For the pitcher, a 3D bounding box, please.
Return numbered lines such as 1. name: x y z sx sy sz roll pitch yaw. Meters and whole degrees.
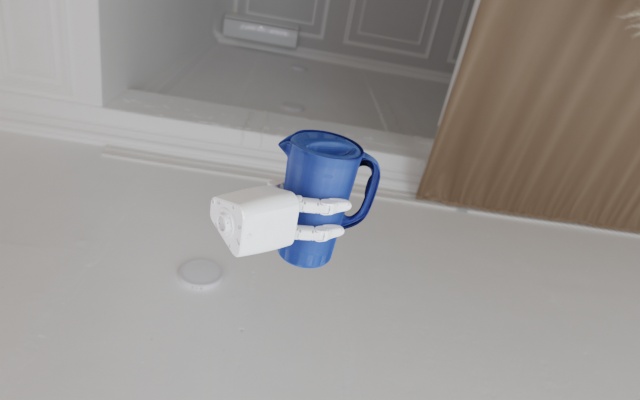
1. pitcher: 0.000 0.003 0.883 0.145 0.243 0.149 -13 36 -40
